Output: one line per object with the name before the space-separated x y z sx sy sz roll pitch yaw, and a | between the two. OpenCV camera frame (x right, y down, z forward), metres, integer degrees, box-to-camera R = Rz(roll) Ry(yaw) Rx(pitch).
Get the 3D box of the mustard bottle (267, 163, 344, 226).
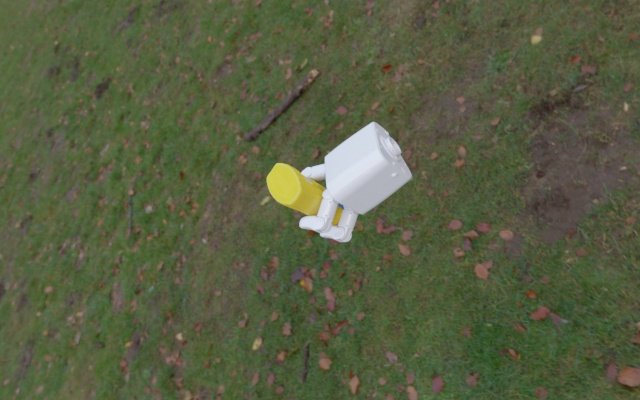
mustard bottle | 0.000 0.003 0.826 0.192 0.058 0.096 27 12 -44
